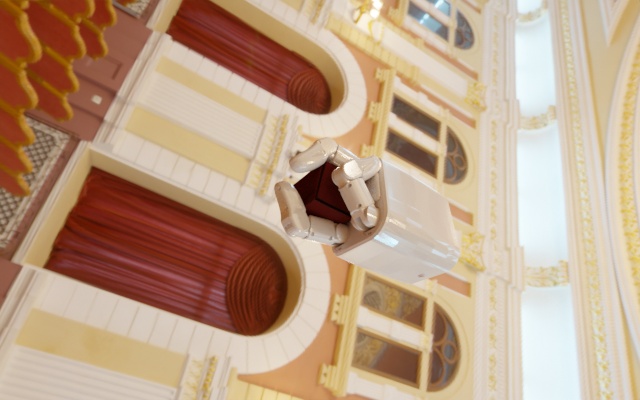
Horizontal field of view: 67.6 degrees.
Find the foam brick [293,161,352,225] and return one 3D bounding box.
[{"bbox_3d":[0.000,0.002,0.531,0.051,0.053,0.078,26,-33,-22],"label":"foam brick"}]
